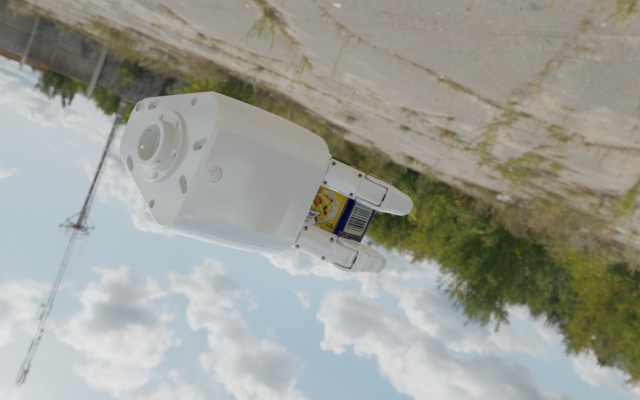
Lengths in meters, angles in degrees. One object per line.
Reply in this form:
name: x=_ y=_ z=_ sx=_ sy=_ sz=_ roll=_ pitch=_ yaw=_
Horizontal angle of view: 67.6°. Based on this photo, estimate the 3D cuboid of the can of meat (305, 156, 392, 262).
can of meat: x=0.000 y=0.002 z=0.430 sx=0.102 sy=0.084 sz=0.057 roll=27 pitch=5 yaw=36
